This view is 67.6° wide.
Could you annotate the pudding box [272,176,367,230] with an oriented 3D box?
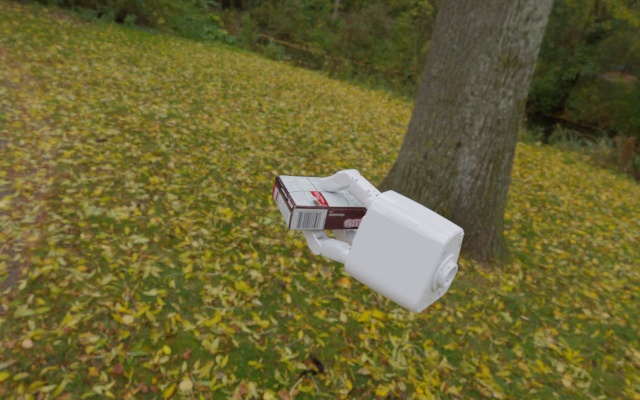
[{"bbox_3d":[0.000,0.002,0.653,0.113,0.039,0.090,3,28,-24],"label":"pudding box"}]
